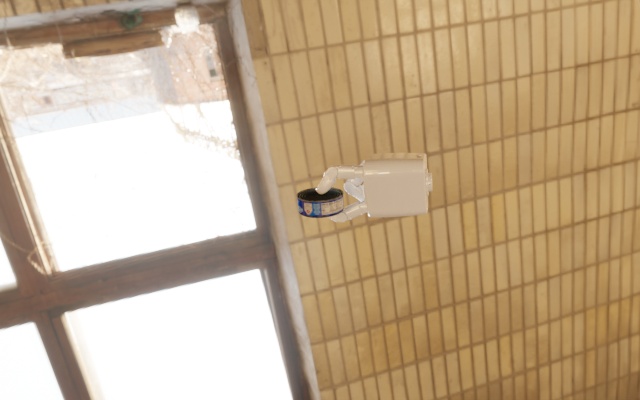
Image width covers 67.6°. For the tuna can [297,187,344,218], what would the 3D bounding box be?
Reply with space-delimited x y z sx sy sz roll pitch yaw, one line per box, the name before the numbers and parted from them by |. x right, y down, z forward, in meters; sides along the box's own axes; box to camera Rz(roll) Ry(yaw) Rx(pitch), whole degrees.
tuna can | 0.000 0.003 0.875 0.086 0.034 0.086 -3 18 1
